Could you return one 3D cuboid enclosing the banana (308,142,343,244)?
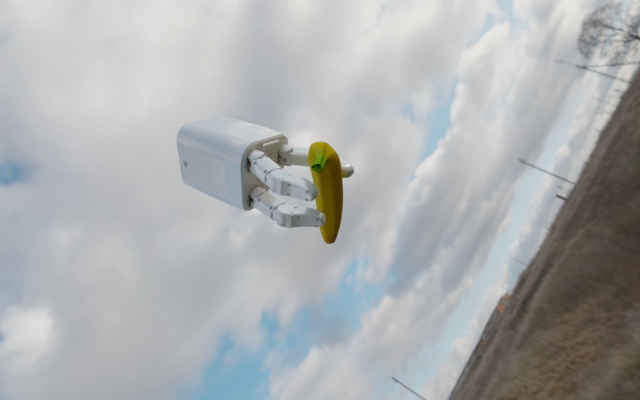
[{"bbox_3d":[0.005,-0.015,0.598,0.037,0.069,0.198,12,-27,14],"label":"banana"}]
